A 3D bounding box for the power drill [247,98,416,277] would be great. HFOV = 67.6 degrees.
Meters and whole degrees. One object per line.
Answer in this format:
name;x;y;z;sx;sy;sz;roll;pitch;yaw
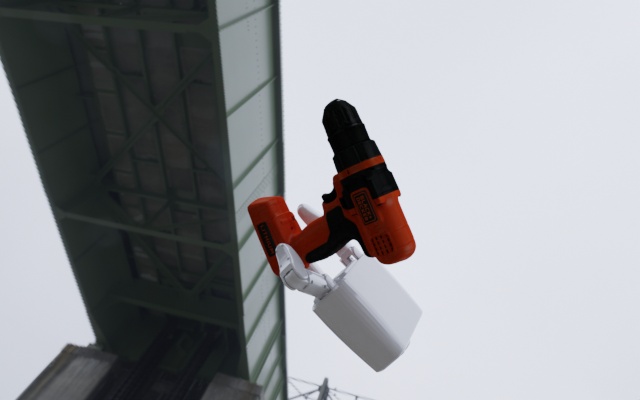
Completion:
power drill;0.000;0.002;0.546;0.188;0.184;0.057;-25;-5;39
